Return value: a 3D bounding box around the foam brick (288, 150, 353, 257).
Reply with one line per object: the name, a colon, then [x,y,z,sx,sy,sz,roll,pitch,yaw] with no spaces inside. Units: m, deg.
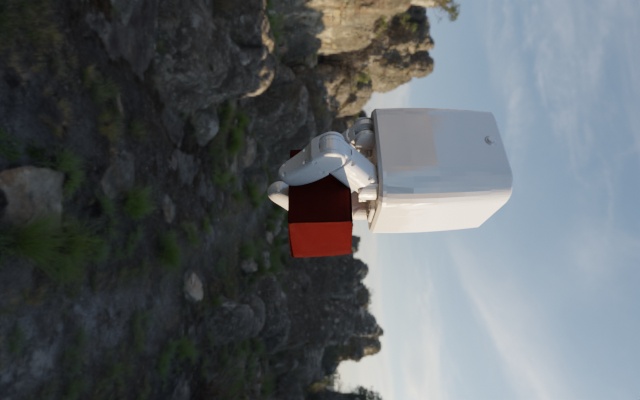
foam brick: [0.000,0.002,0.401,0.051,0.078,0.053,0,-36,0]
